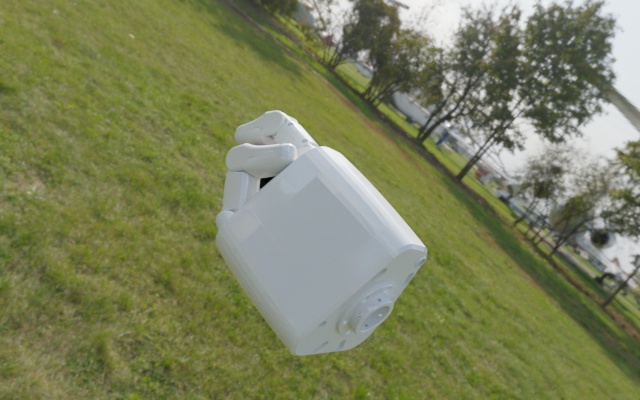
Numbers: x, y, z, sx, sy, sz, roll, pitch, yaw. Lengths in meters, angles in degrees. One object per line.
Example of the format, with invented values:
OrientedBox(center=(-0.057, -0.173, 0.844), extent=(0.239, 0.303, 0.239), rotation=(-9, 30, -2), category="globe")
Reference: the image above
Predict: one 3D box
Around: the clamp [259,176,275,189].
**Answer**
OrientedBox(center=(0.000, 0.001, 0.448), extent=(0.171, 0.039, 0.120), rotation=(18, 26, -53), category="clamp")
